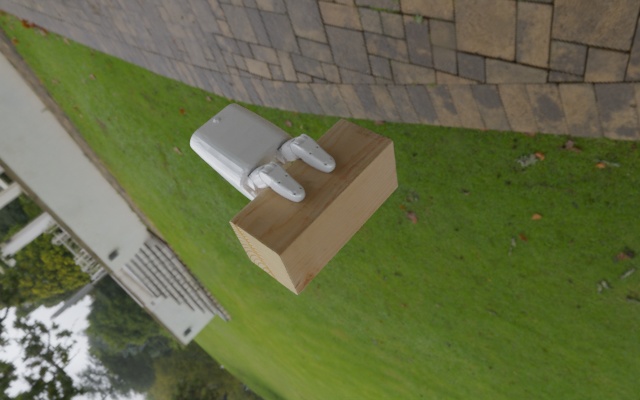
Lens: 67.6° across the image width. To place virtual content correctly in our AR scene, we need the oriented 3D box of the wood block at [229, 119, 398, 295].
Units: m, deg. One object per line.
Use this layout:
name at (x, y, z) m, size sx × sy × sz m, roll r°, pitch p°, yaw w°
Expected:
wood block at (0.000, 0.002, 0.605) m, size 0.090 × 0.206 × 0.091 m, roll 30°, pitch -27°, yaw 32°
